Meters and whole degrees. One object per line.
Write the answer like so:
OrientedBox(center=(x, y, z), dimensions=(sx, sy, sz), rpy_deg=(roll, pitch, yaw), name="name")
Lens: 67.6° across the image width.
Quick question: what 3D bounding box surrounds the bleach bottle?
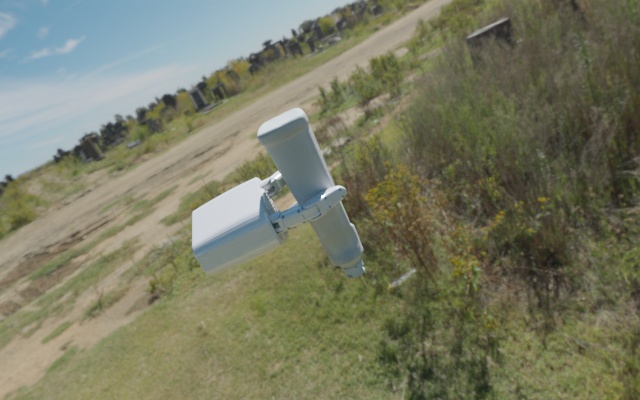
OrientedBox(center=(0.000, 0.002, 0.654), dimensions=(0.068, 0.251, 0.102), rpy_deg=(-26, 18, 3), name="bleach bottle")
